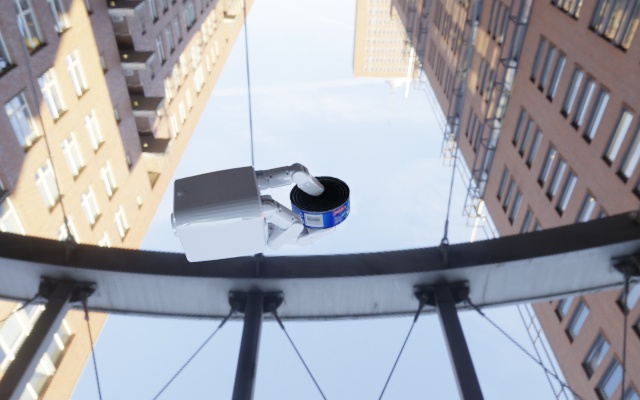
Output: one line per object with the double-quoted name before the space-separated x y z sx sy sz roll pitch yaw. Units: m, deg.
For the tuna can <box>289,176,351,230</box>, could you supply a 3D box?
"tuna can" 0.000 0.003 0.678 0.086 0.034 0.086 -4 37 3
